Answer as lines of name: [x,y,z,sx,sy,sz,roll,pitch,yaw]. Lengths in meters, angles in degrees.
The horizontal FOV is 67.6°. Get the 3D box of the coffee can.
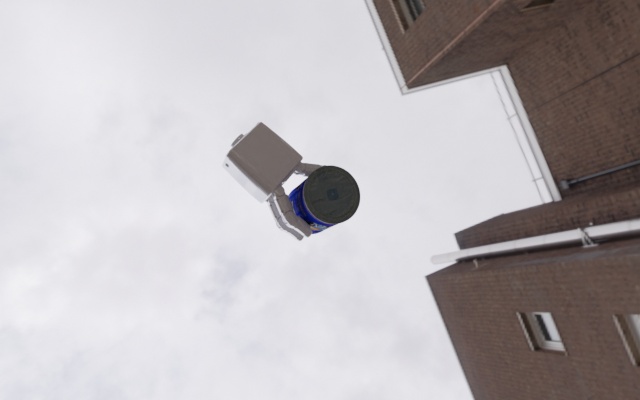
coffee can: [0.000,0.003,0.879,0.103,0.102,0.140,0,-11,-18]
